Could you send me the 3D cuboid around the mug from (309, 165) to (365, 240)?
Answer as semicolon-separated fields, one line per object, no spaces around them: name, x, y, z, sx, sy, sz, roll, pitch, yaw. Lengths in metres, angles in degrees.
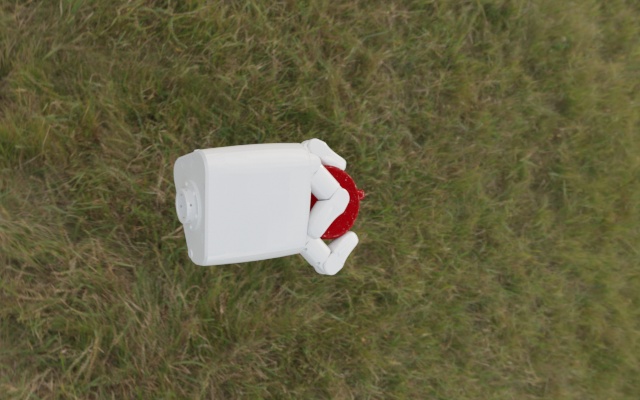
mug;0.001;0.002;0.555;0.117;0.093;0.081;-7;2;-34
